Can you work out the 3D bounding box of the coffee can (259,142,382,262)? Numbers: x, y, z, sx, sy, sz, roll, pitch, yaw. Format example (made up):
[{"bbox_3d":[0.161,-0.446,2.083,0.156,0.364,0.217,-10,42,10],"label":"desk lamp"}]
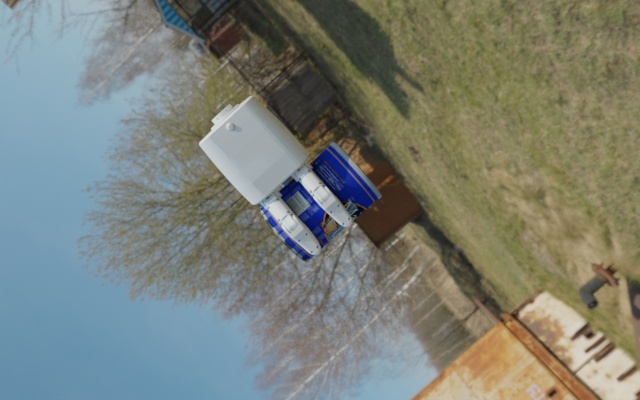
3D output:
[{"bbox_3d":[0.000,0.002,0.670,0.140,0.103,0.103,-42,-2,2],"label":"coffee can"}]
